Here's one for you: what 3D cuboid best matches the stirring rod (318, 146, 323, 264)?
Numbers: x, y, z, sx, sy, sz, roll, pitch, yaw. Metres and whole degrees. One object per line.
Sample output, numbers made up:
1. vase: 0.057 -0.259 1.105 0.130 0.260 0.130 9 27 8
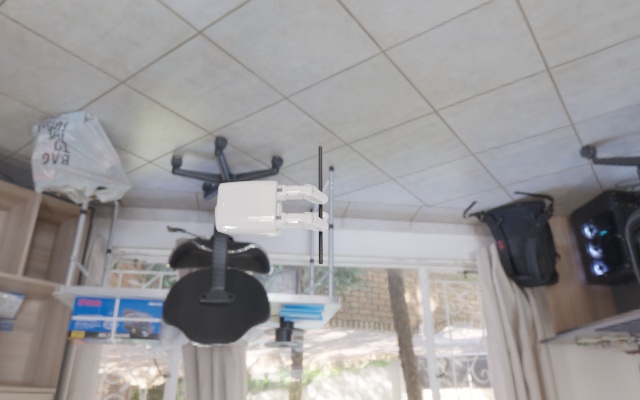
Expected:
1. stirring rod: 0.000 0.003 0.899 0.011 0.239 0.011 0 -25 0
